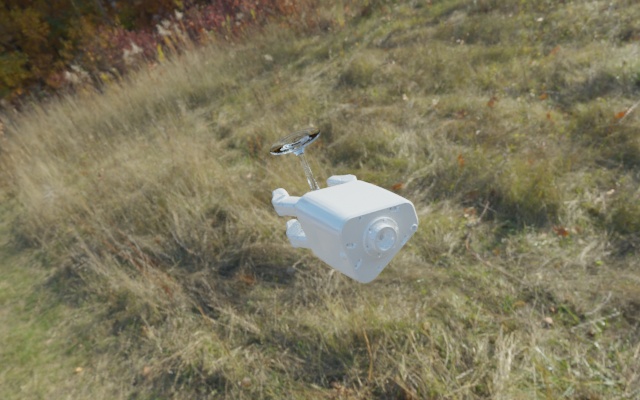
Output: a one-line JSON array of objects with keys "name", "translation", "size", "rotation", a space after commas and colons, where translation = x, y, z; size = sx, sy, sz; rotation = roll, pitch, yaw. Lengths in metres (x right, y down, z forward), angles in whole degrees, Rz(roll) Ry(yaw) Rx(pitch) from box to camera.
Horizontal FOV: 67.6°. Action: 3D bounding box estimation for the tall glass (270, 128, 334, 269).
[{"name": "tall glass", "translation": [0.000, 0.002, 0.687], "size": [0.079, 0.201, 0.079], "rotation": [-18, 25, 9]}]
